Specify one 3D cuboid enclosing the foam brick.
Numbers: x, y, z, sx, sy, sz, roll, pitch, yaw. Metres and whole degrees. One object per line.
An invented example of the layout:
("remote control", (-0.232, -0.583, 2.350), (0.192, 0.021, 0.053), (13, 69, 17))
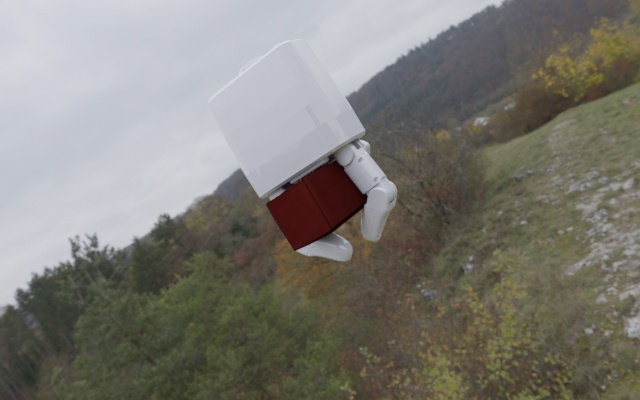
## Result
("foam brick", (0.000, 0.002, 0.435), (0.053, 0.051, 0.078), (-30, 2, 38))
